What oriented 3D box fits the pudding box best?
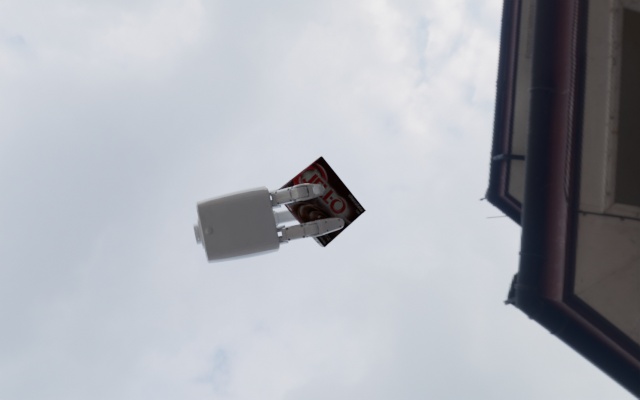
[{"bbox_3d":[0.000,0.002,0.739,0.090,0.113,0.039,-40,6,-14],"label":"pudding box"}]
